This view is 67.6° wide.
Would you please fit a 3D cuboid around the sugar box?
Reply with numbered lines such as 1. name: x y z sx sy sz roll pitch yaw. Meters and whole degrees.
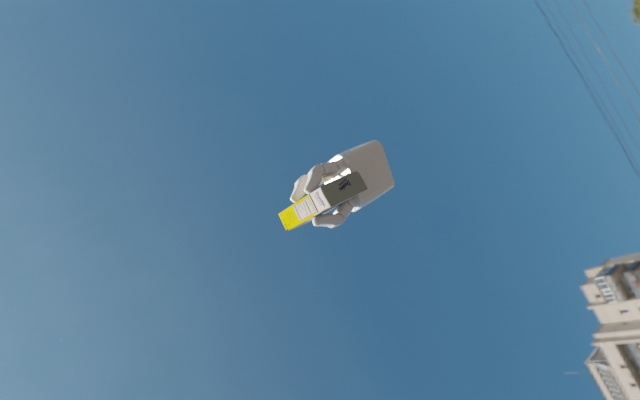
1. sugar box: 0.000 0.002 0.895 0.093 0.048 0.176 -25 -6 -35
